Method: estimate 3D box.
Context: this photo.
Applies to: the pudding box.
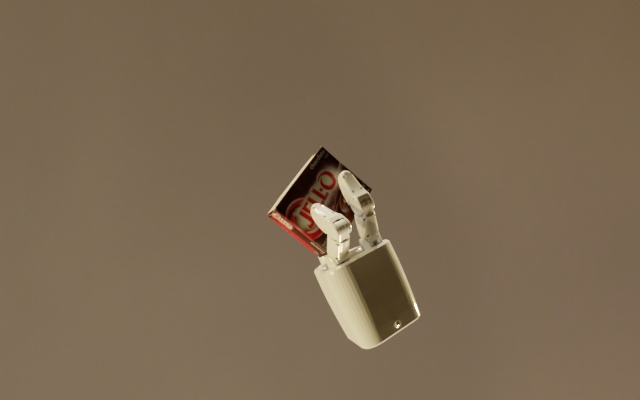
[{"bbox_3d":[0.000,0.002,0.610,0.090,0.113,0.039,40,-28,-11],"label":"pudding box"}]
